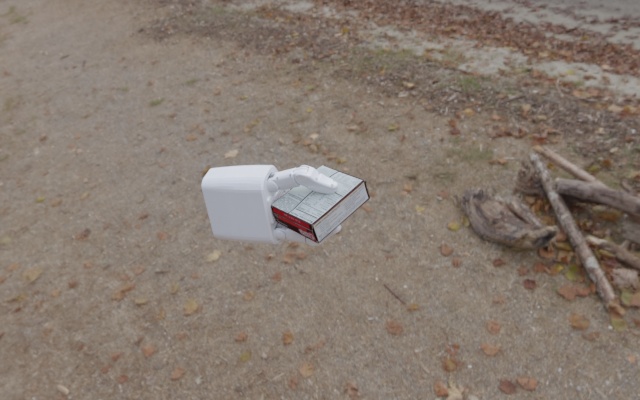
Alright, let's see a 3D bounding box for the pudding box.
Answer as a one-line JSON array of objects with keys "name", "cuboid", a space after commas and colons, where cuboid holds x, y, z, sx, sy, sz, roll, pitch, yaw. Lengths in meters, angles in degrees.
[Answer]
[{"name": "pudding box", "cuboid": [0.000, 0.002, 0.679, 0.090, 0.039, 0.113, 24, 55, 41]}]
